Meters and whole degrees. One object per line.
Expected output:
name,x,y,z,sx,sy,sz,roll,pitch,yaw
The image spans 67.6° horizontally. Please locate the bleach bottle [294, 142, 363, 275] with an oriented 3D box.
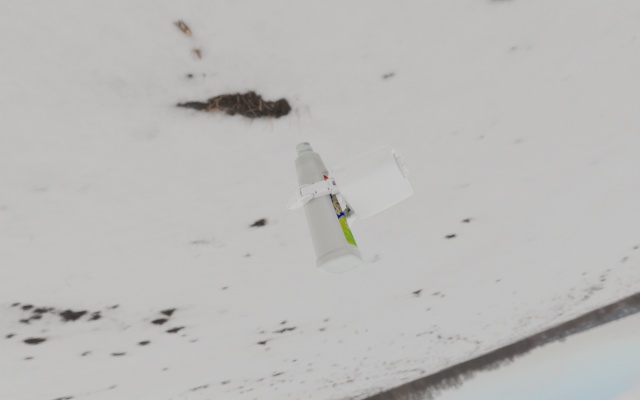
bleach bottle,0.000,0.003,0.851,0.068,0.250,0.102,-25,-24,13
